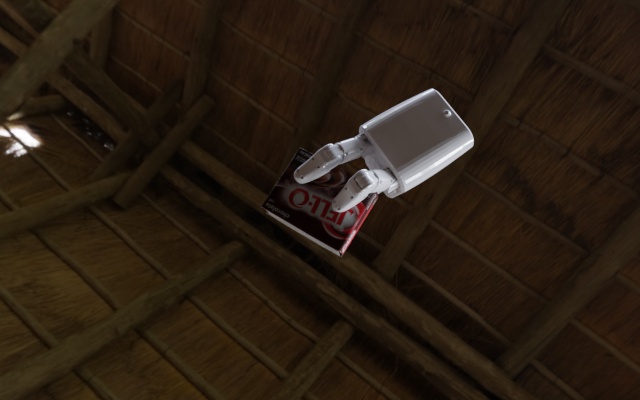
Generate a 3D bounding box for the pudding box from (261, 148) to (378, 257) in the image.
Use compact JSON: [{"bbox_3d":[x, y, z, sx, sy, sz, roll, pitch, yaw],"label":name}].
[{"bbox_3d":[0.000,0.002,0.579,0.113,0.090,0.039,28,-15,16],"label":"pudding box"}]
